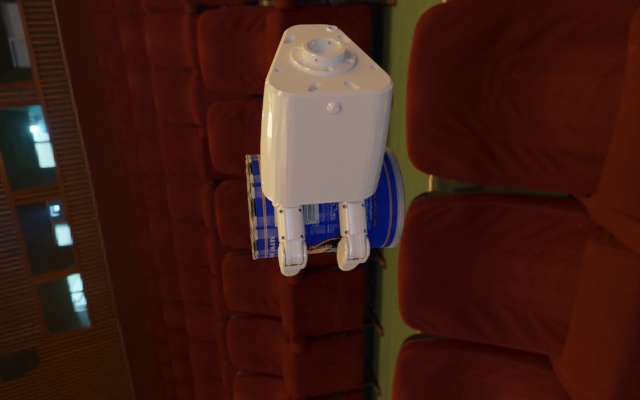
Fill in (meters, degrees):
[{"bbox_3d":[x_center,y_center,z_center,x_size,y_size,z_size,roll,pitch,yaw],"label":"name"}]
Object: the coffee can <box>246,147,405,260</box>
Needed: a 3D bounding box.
[{"bbox_3d":[0.000,0.002,0.474,0.140,0.103,0.103,-4,1,-10],"label":"coffee can"}]
